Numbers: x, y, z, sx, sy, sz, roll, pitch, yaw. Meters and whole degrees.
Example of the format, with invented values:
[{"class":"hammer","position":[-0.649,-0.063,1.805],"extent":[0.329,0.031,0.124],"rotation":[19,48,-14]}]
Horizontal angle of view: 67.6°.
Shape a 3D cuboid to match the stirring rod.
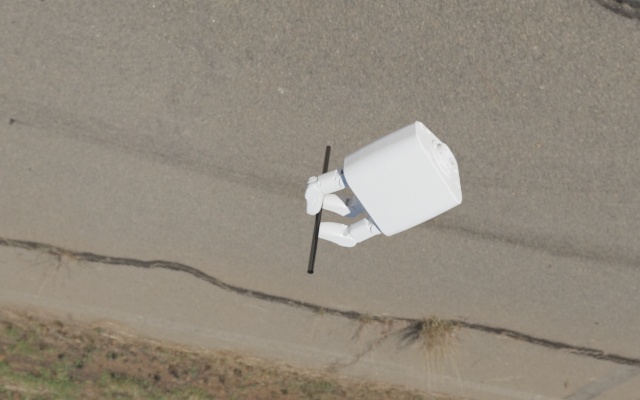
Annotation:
[{"class":"stirring rod","position":[0.000,0.002,0.670],"extent":[0.011,0.239,0.011],"rotation":[4,-44,4]}]
